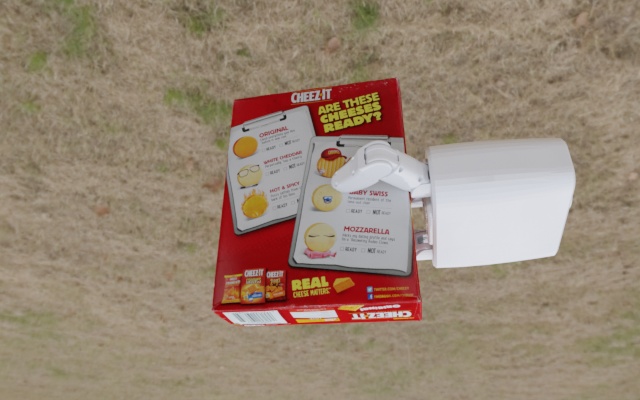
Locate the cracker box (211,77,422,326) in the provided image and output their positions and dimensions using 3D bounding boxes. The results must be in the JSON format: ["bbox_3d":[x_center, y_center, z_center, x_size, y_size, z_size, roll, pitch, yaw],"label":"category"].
[{"bbox_3d":[0.000,0.001,0.433,0.164,0.213,0.072,-5,-29,9],"label":"cracker box"}]
